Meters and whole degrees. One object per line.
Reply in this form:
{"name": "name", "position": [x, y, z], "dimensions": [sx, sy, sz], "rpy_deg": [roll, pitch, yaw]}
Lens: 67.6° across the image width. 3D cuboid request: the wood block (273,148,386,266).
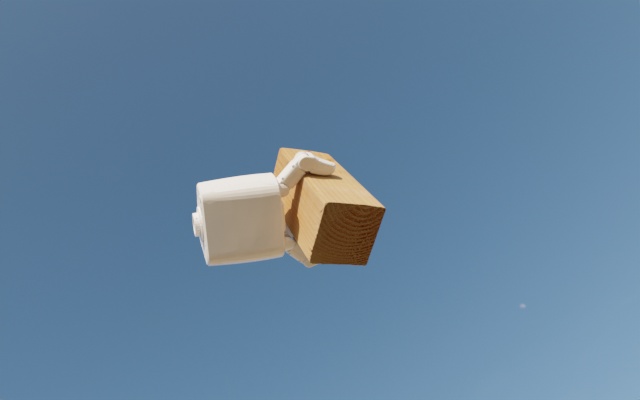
{"name": "wood block", "position": [0.000, 0.002, 0.702], "dimensions": [0.090, 0.091, 0.206], "rpy_deg": [6, 23, -25]}
